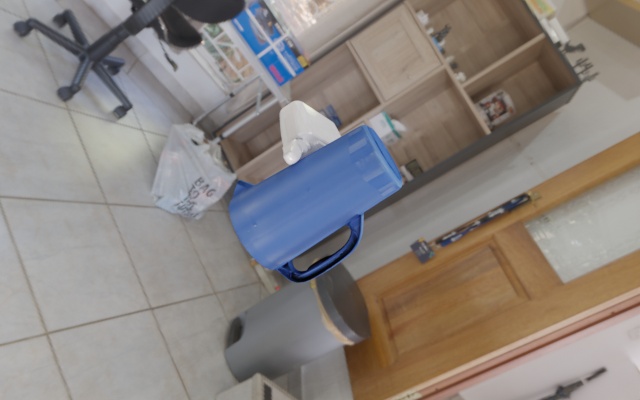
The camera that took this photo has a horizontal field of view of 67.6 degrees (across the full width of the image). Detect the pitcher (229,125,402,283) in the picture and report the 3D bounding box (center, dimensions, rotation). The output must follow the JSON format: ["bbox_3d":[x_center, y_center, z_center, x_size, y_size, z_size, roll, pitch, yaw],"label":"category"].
[{"bbox_3d":[0.000,0.002,0.716,0.243,0.145,0.149,-31,-51,15],"label":"pitcher"}]
